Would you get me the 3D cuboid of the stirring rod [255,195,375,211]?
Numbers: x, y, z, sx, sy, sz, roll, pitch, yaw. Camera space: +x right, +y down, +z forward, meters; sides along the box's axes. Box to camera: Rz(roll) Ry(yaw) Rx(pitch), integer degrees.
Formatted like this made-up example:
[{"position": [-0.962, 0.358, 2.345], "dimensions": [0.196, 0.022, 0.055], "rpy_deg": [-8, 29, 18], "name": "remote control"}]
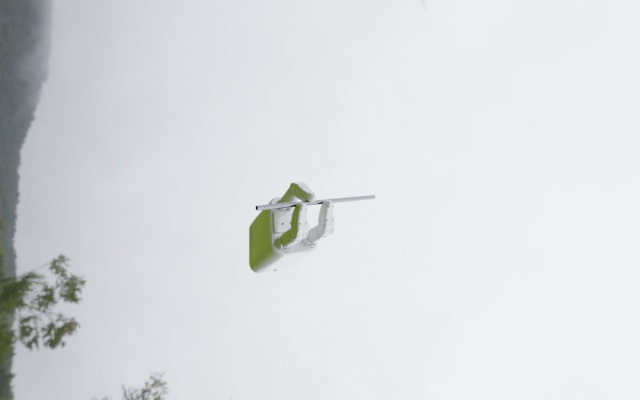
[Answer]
[{"position": [0.000, 0.003, 0.791], "dimensions": [0.239, 0.011, 0.011], "rpy_deg": [-5, 3, -36], "name": "stirring rod"}]
